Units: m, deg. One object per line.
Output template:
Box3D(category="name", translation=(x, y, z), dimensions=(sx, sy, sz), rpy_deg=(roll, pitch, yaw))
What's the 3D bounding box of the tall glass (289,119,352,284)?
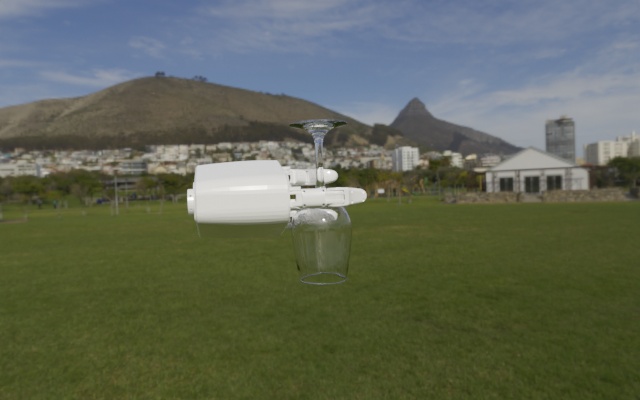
Box3D(category="tall glass", translation=(0.000, 0.001, 0.609), dimensions=(0.079, 0.201, 0.079), rpy_deg=(-2, 2, 0))
